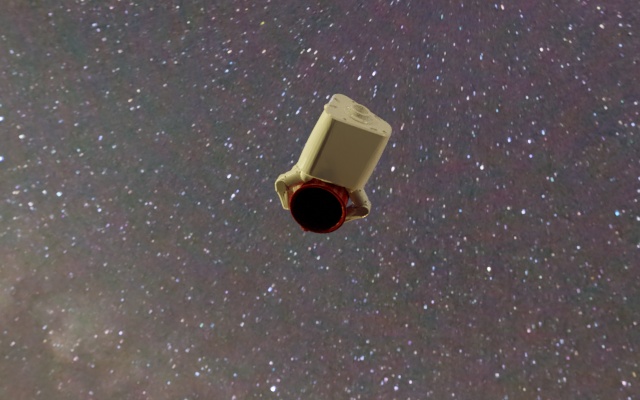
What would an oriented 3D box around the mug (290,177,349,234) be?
[{"bbox_3d":[0.000,0.004,0.794,0.093,0.117,0.081,27,35,-2],"label":"mug"}]
